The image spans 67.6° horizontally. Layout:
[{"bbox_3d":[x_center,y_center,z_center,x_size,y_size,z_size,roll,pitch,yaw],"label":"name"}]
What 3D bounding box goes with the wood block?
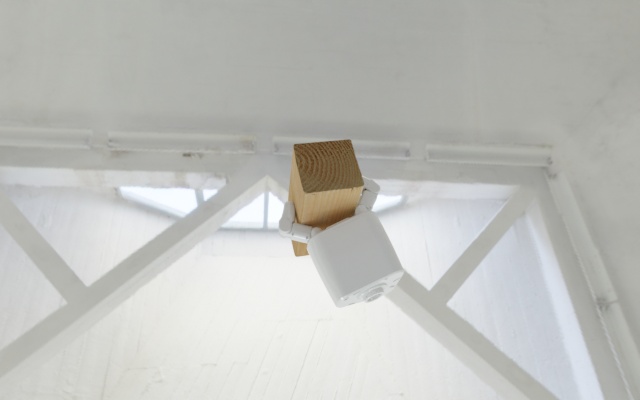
[{"bbox_3d":[0.000,0.003,0.771,0.091,0.090,0.206,-7,-31,-12],"label":"wood block"}]
